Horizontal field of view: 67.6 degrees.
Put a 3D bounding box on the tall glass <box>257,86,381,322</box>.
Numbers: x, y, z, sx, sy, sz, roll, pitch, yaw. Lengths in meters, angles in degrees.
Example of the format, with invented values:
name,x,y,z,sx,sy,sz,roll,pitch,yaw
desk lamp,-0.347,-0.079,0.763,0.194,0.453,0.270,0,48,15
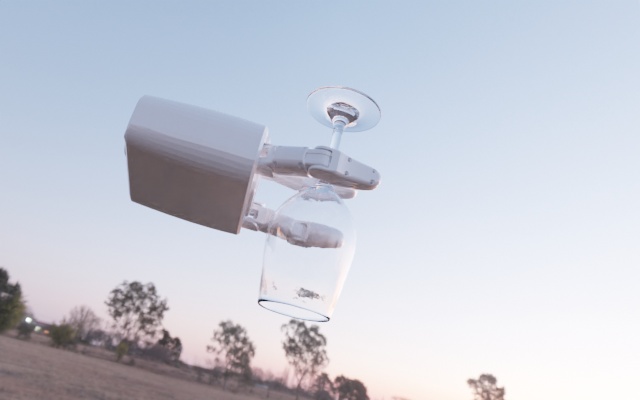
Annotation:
name,x,y,z,sx,sy,sz,roll,pitch,yaw
tall glass,0.000,0.001,0.426,0.079,0.201,0.079,12,-22,5
